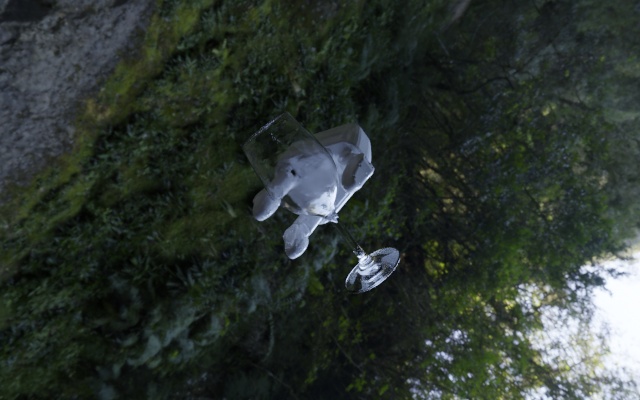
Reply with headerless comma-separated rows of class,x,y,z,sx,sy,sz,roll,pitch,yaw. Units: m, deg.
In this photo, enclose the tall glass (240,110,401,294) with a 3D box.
tall glass,0.001,0.002,0.515,0.079,0.201,0.079,-35,14,10
